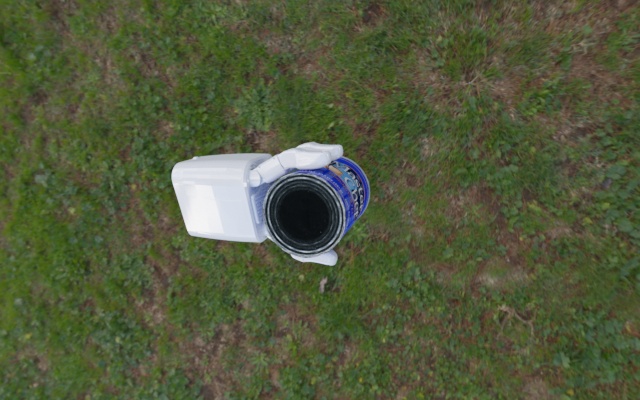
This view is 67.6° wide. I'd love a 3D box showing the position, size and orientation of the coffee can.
[{"bbox_3d":[0.000,0.002,0.615,0.103,0.103,0.140,0,13,17],"label":"coffee can"}]
